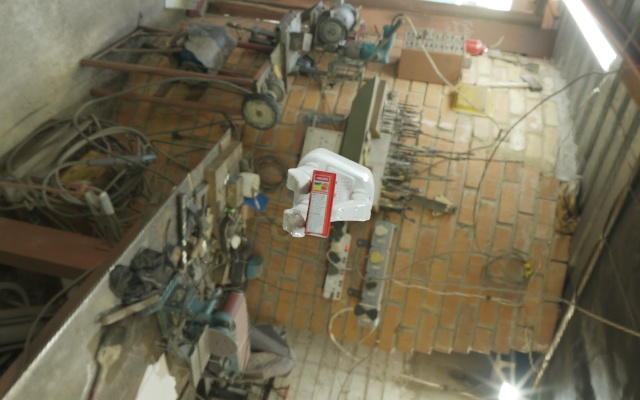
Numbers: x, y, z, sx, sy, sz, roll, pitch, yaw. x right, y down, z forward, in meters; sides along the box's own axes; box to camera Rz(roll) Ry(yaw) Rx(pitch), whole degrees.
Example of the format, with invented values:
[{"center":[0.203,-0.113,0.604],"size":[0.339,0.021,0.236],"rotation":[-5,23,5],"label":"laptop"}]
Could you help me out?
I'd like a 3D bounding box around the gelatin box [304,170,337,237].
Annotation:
[{"center":[0.001,0.002,0.572],"size":[0.030,0.073,0.089],"rotation":[9,2,0],"label":"gelatin box"}]
